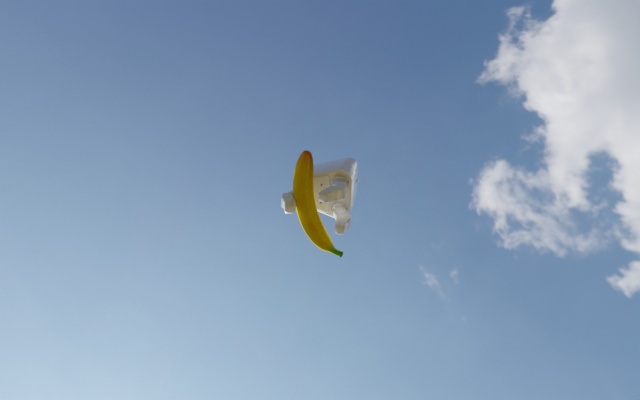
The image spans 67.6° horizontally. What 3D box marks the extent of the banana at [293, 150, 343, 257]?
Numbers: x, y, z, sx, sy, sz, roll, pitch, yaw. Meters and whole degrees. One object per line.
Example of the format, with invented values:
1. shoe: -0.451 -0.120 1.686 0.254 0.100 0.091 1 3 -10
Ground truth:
1. banana: -0.015 0.009 0.850 0.069 0.198 0.037 -13 13 30
